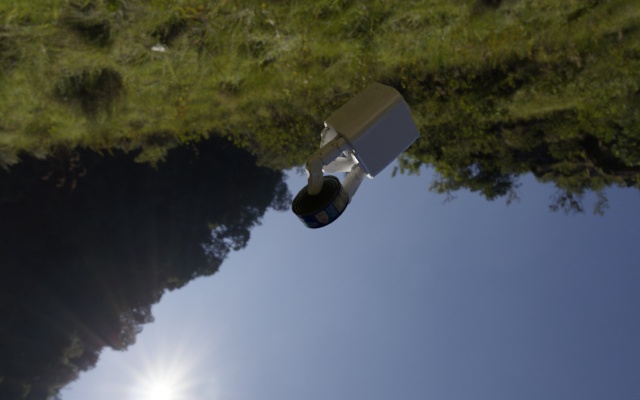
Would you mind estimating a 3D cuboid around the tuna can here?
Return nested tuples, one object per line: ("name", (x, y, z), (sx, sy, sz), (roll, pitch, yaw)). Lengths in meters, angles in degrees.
("tuna can", (0.000, 0.003, 0.732), (0.086, 0.086, 0.034), (0, -44, 45))
